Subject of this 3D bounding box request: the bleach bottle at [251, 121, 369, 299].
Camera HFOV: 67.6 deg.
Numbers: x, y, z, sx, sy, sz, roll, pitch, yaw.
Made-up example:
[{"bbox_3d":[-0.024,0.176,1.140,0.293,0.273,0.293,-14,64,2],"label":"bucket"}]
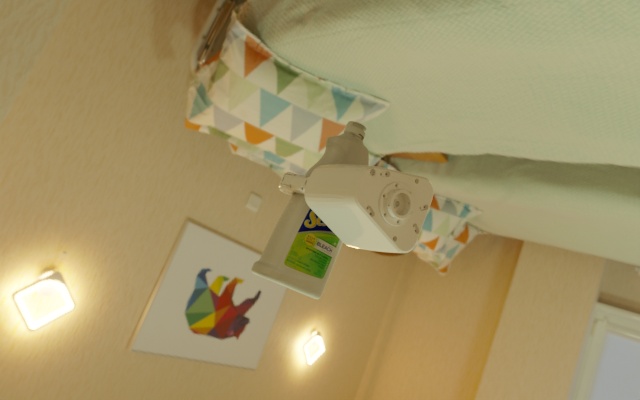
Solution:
[{"bbox_3d":[0.000,0.002,0.665,0.102,0.250,0.068,28,-12,-28],"label":"bleach bottle"}]
